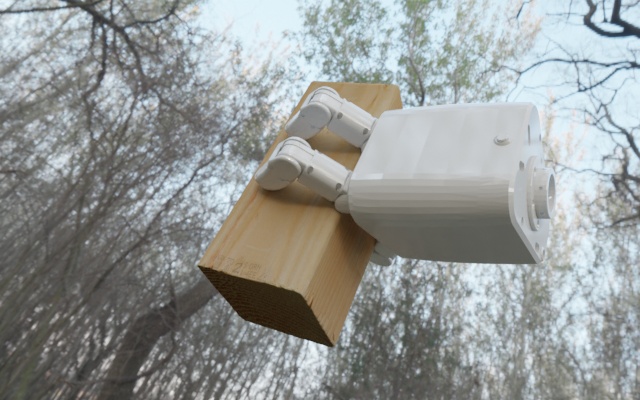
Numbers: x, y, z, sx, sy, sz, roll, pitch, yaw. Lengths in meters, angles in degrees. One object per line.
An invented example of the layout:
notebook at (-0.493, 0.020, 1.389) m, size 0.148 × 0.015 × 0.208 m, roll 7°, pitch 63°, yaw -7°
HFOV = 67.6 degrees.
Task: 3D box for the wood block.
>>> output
wood block at (0.001, 0.001, 0.404) m, size 0.090 × 0.206 × 0.091 m, roll 9°, pitch -36°, yaw 27°
